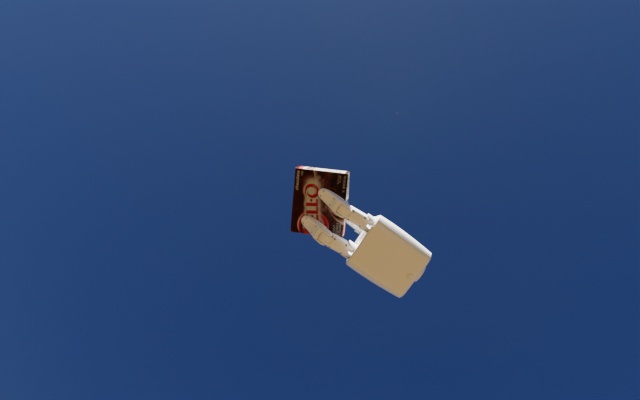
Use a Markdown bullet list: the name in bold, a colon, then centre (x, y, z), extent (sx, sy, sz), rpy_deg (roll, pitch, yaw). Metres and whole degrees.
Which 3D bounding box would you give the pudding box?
- **pudding box**: centre (0.000, 0.003, 0.799), extent (0.090, 0.113, 0.039), rpy_deg (7, 10, 10)
